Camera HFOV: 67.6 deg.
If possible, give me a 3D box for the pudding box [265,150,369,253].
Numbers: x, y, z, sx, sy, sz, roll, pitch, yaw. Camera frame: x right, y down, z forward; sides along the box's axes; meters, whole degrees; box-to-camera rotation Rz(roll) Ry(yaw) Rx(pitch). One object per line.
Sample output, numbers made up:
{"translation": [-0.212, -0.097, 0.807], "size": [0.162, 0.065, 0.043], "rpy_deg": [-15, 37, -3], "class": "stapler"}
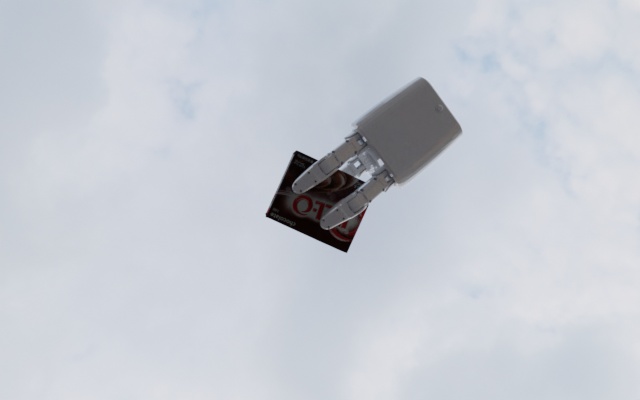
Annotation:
{"translation": [0.000, 0.002, 0.595], "size": [0.113, 0.090, 0.039], "rpy_deg": [24, -2, -6], "class": "pudding box"}
